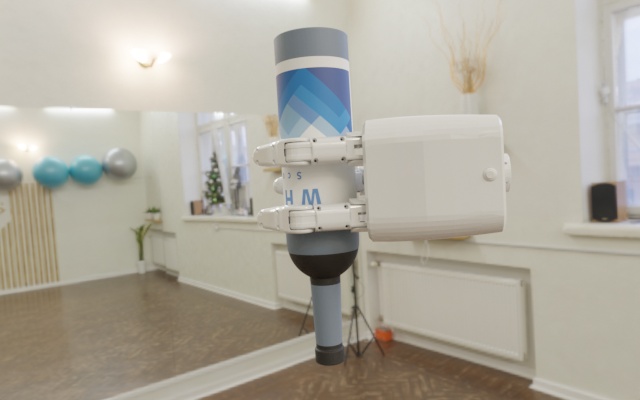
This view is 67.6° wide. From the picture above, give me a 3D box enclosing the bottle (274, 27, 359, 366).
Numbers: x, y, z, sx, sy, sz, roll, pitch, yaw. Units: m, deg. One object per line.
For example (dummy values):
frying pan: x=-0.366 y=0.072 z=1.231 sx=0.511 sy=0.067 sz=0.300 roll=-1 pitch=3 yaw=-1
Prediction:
bottle: x=0.000 y=0.001 z=0.435 sx=0.069 sy=0.296 sz=0.069 roll=-4 pitch=3 yaw=0
